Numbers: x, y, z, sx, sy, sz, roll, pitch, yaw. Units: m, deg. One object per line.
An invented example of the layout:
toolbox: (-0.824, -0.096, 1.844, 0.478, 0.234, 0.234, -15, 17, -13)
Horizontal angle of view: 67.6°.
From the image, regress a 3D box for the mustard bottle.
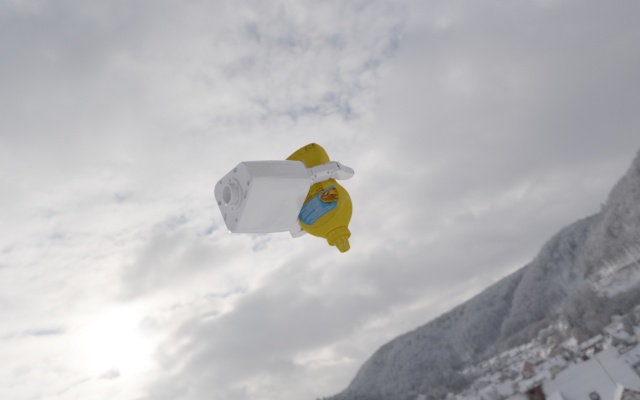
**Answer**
mustard bottle: (0.000, 0.002, 0.796, 0.096, 0.191, 0.058, -36, -28, 17)
